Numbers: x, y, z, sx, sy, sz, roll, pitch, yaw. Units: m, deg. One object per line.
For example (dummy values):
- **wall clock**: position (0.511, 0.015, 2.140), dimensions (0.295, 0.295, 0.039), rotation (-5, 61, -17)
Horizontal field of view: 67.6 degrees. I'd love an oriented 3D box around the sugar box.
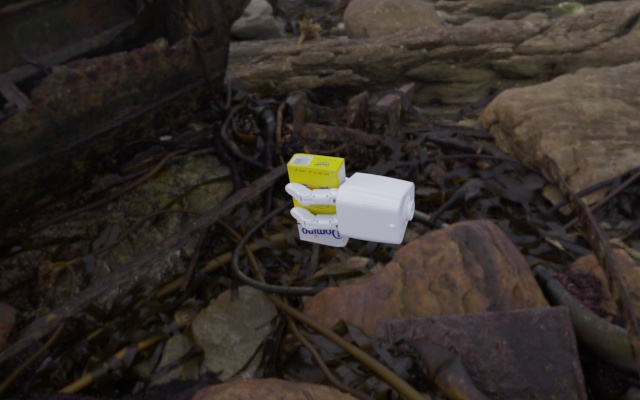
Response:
- **sugar box**: position (0.000, 0.003, 0.856), dimensions (0.093, 0.176, 0.048), rotation (9, 39, 21)
